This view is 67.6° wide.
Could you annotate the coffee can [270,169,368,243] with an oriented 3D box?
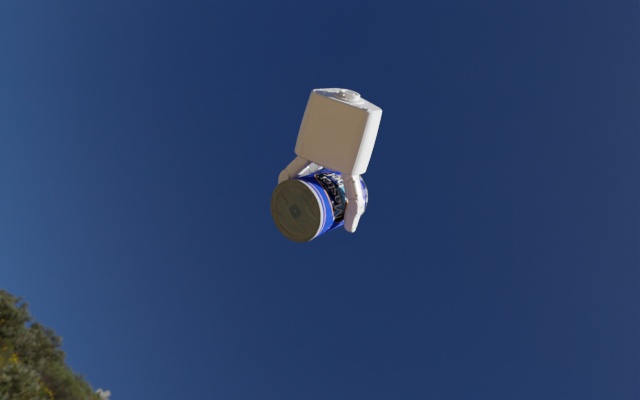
[{"bbox_3d":[0.000,0.003,0.804,0.103,0.103,0.140,0,12,37],"label":"coffee can"}]
